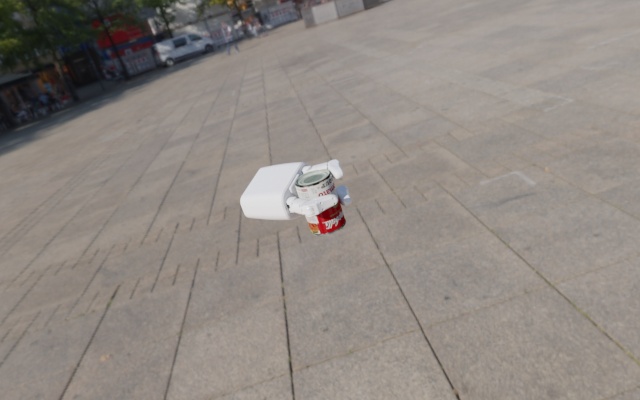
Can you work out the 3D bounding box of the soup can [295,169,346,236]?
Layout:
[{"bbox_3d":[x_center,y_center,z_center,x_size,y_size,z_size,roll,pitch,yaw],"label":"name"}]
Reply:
[{"bbox_3d":[0.000,0.003,0.857,0.068,0.102,0.068,-15,23,7],"label":"soup can"}]
